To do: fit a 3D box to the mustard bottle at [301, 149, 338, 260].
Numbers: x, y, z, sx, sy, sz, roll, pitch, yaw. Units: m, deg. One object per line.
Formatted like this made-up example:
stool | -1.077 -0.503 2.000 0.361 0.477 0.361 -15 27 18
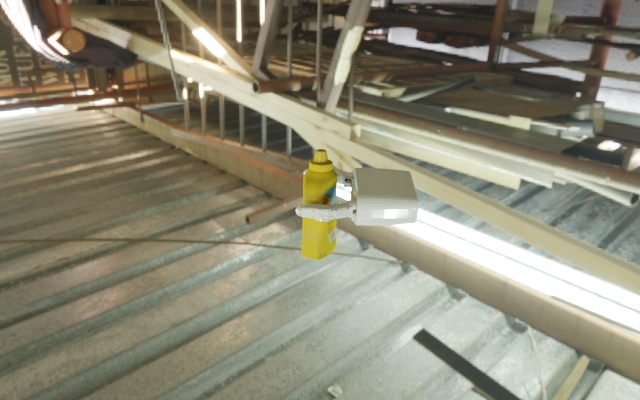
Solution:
mustard bottle | 0.000 0.003 0.850 0.058 0.192 0.096 10 24 20
